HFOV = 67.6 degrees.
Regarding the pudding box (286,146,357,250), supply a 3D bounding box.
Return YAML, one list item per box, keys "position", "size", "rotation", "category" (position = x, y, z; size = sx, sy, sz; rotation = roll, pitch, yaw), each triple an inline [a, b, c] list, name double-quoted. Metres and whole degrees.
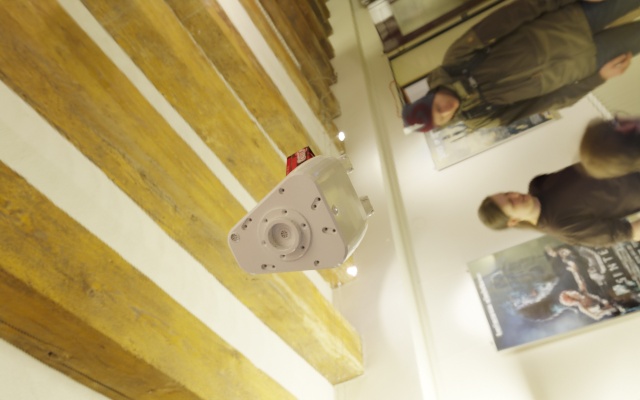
- position: [0.000, 0.002, 0.585]
  size: [0.039, 0.113, 0.090]
  rotation: [-24, 33, 16]
  category: "pudding box"
